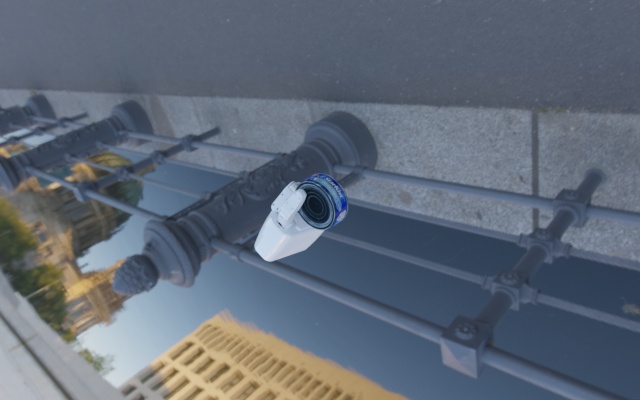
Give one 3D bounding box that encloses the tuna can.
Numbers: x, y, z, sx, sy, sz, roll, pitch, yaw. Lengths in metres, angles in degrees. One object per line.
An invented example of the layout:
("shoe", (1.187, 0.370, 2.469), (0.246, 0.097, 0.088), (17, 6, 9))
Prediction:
("tuna can", (0.000, 0.003, 0.747), (0.086, 0.086, 0.033), (0, 23, 43))
